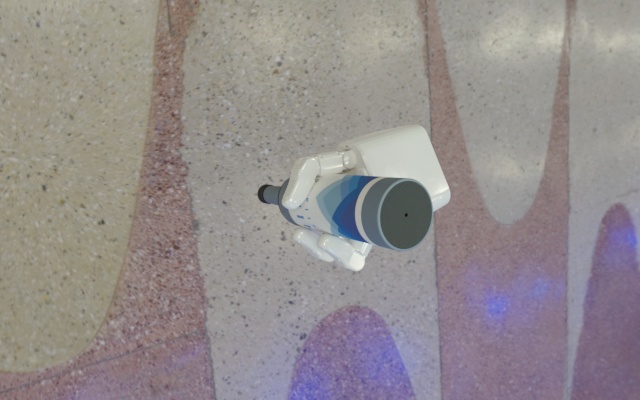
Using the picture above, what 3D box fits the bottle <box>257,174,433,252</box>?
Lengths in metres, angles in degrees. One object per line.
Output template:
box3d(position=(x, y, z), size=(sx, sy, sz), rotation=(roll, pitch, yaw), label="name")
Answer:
box3d(position=(0.000, 0.002, 0.552), size=(0.069, 0.069, 0.295), rotation=(0, 4, -32), label="bottle")
